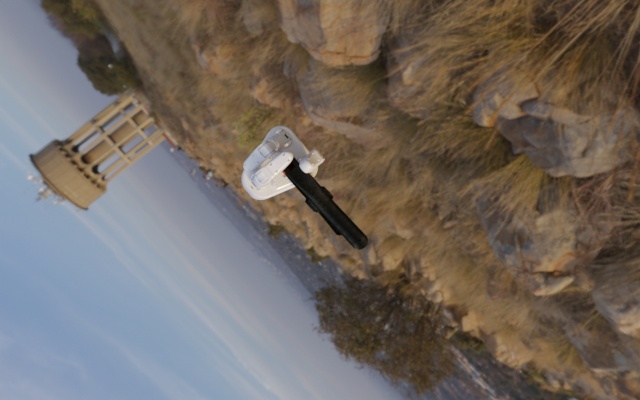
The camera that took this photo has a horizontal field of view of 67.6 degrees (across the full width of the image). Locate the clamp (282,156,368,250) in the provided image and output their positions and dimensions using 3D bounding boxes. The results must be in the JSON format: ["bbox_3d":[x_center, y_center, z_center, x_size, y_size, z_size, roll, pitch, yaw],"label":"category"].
[{"bbox_3d":[0.000,0.003,0.720,0.039,0.171,0.120,-41,5,-11],"label":"clamp"}]
